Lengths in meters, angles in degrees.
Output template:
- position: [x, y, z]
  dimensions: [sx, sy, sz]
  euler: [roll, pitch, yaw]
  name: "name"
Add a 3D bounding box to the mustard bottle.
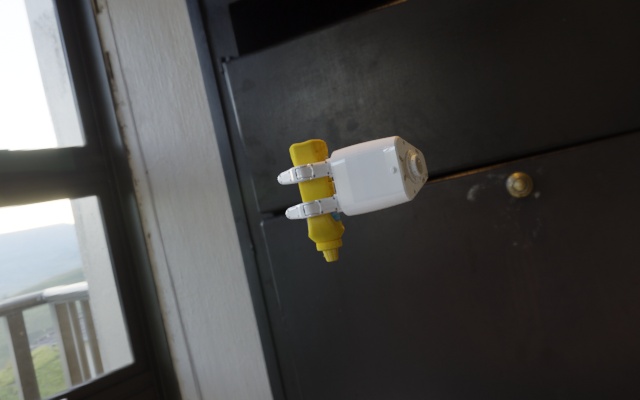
- position: [0.000, 0.002, 0.764]
  dimensions: [0.058, 0.191, 0.096]
  euler: [-13, -1, 8]
  name: "mustard bottle"
